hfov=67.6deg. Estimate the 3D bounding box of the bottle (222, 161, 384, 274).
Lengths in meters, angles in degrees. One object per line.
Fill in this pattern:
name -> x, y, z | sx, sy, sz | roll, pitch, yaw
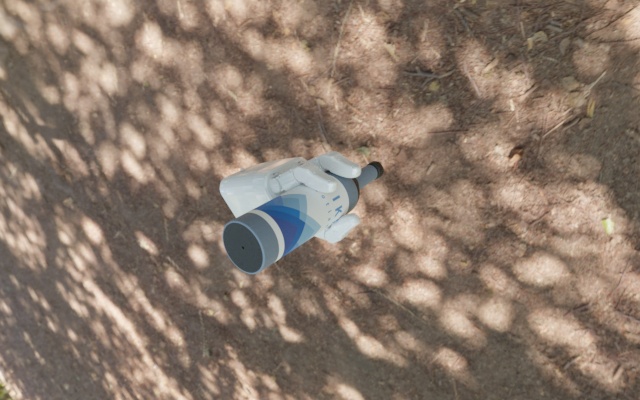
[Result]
bottle -> 0.000, 0.002, 0.641 | 0.069, 0.069, 0.295 | 0, 20, 39
